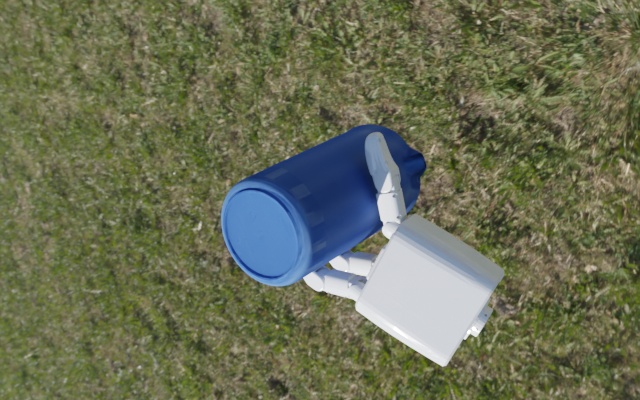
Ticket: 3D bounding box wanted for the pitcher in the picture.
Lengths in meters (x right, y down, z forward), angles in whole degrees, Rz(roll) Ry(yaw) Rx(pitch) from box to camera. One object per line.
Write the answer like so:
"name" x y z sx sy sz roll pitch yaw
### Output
"pitcher" 0.000 0.002 0.538 0.145 0.149 0.242 34 32 20
